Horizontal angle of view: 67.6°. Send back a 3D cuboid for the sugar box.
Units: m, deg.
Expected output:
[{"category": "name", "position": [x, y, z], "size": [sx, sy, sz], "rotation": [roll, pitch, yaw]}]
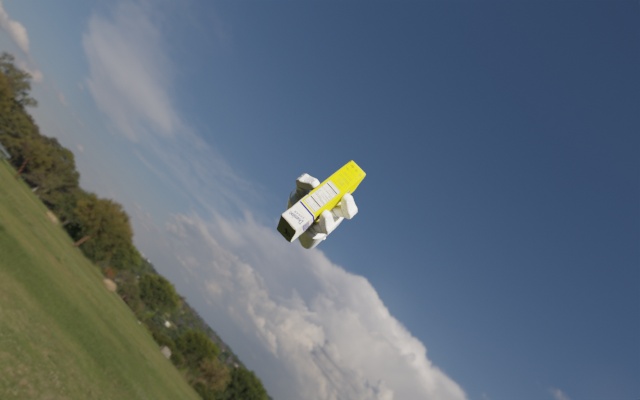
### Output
[{"category": "sugar box", "position": [0.001, 0.003, 0.898], "size": [0.176, 0.048, 0.093], "rotation": [-41, -8, -21]}]
